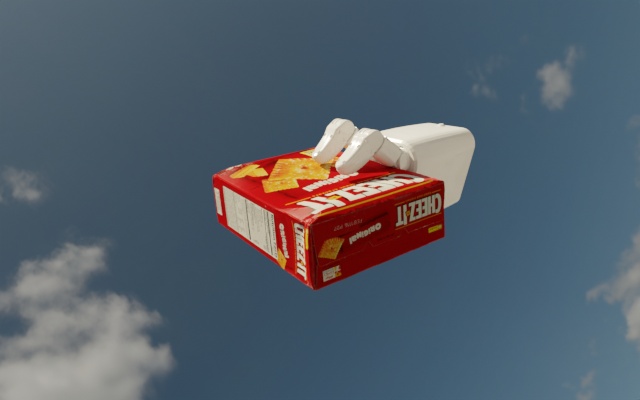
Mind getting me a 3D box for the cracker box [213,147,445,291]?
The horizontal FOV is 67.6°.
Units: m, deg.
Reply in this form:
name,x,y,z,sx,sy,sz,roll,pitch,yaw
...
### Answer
name,x,y,z,sx,sy,sz,roll,pitch,yaw
cracker box,0.000,0.002,0.521,0.164,0.072,0.213,-17,23,-30
